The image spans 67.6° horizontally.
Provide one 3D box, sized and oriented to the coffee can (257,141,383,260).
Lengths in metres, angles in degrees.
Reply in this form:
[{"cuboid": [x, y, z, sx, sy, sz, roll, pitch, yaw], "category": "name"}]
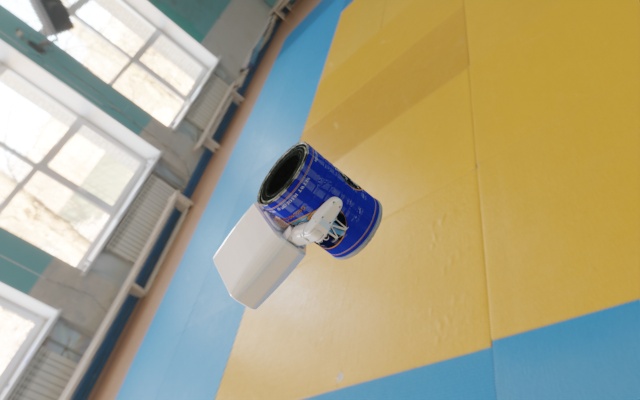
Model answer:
[{"cuboid": [0.000, 0.002, 0.651, 0.140, 0.102, 0.103, 37, -17, -23], "category": "coffee can"}]
